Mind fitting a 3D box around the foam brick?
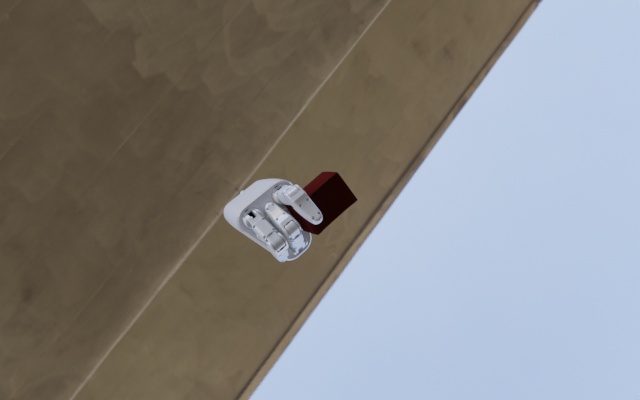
[{"bbox_3d":[0.000,0.002,0.671,0.078,0.053,0.051,-40,18,-16],"label":"foam brick"}]
